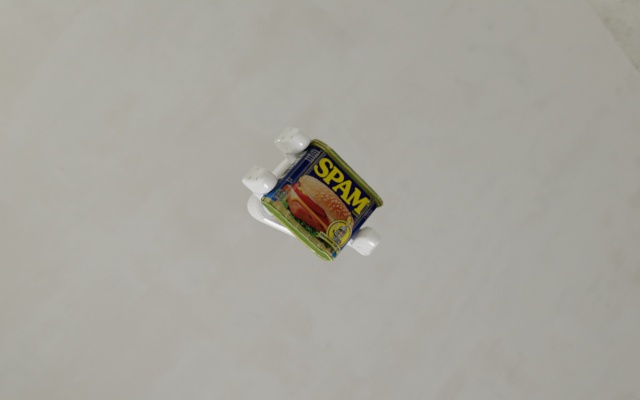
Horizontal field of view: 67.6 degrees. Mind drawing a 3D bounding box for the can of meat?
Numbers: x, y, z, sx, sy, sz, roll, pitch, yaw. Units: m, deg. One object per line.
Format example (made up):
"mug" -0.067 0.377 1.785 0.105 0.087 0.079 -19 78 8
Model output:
"can of meat" 0.000 0.002 0.498 0.102 0.084 0.057 44 -12 -14
